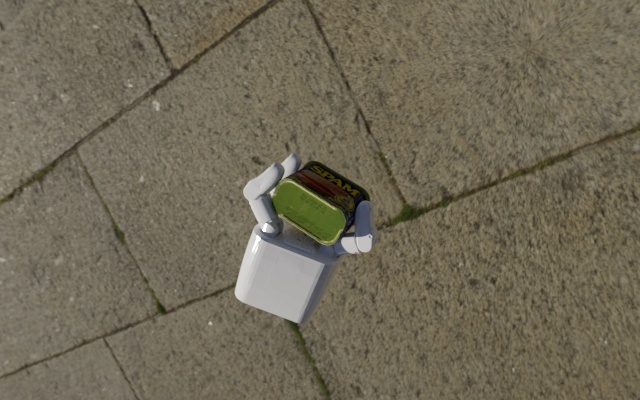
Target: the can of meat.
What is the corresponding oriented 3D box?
[{"bbox_3d":[0.000,0.002,0.588,0.102,0.057,0.084,32,26,11],"label":"can of meat"}]
